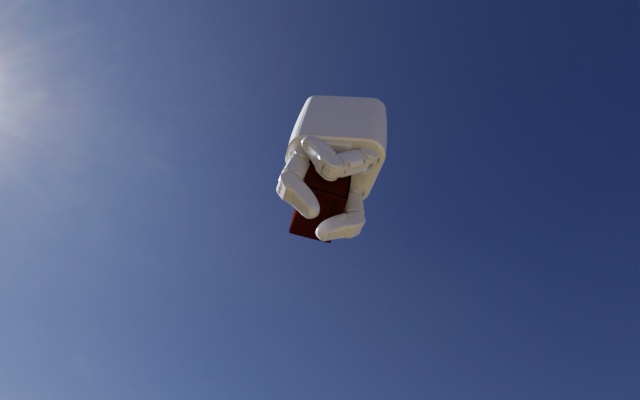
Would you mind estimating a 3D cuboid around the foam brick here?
[{"bbox_3d":[0.000,0.002,0.557,0.053,0.078,0.051,16,42,-5],"label":"foam brick"}]
